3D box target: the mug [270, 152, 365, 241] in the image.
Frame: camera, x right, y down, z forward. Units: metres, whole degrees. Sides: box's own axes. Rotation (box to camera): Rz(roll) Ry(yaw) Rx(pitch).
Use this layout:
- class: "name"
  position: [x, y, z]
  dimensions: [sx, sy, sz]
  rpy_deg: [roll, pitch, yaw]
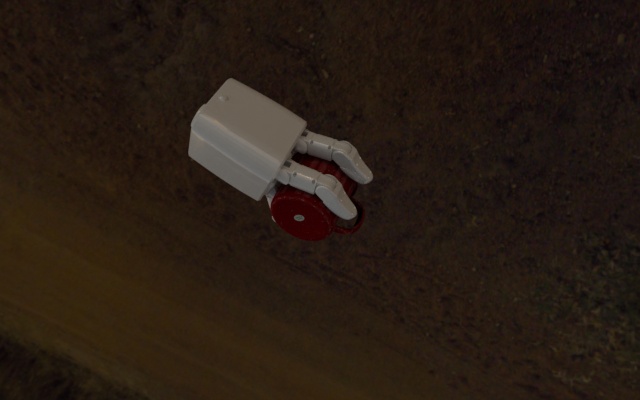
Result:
- class: "mug"
  position: [0.001, 0.003, 0.589]
  dimensions: [0.117, 0.081, 0.093]
  rpy_deg: [31, -38, -5]
